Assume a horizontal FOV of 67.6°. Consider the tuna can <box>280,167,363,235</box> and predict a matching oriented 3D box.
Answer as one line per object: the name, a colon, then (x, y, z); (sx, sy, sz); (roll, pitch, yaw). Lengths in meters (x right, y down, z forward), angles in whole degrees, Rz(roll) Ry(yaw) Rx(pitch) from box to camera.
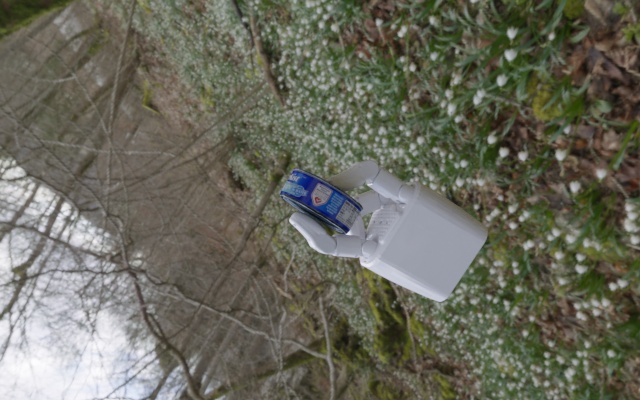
tuna can: (0.000, 0.002, 0.508); (0.086, 0.033, 0.086); (30, -7, 4)
